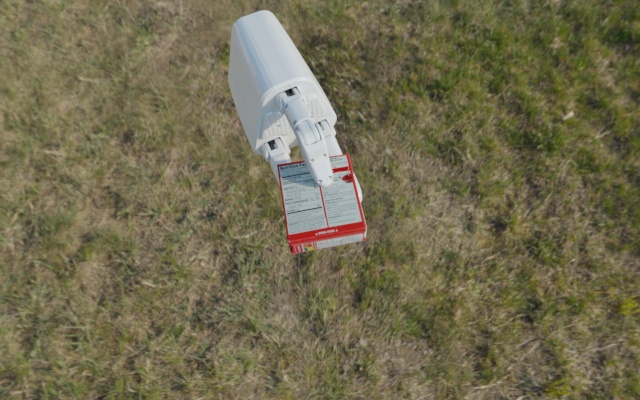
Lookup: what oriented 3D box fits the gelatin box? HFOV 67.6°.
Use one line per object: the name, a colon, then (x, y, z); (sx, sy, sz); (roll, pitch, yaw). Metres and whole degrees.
gelatin box: (0.000, 0.002, 0.462); (0.073, 0.089, 0.030); (-10, -30, -2)
